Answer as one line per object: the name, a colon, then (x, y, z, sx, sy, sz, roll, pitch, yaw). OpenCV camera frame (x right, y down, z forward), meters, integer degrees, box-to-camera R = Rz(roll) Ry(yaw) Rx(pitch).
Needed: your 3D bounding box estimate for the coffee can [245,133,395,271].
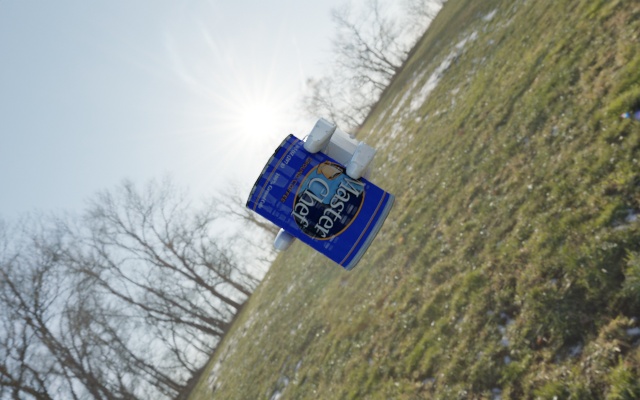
coffee can: (0.000, 0.002, 0.554, 0.140, 0.103, 0.103, 32, 1, 1)
